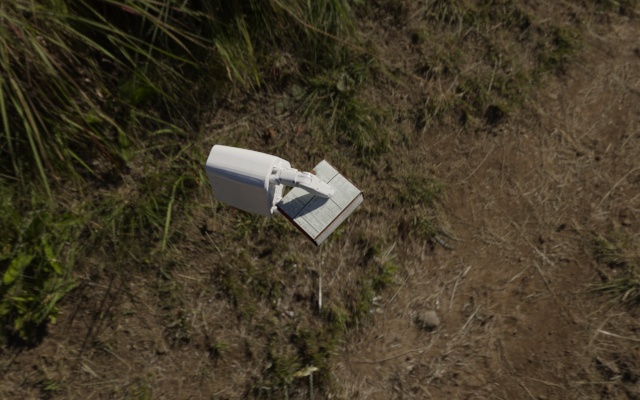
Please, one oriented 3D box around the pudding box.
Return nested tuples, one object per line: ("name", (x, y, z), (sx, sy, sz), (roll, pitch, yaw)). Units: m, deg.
("pudding box", (0.000, 0.002, 0.756), (0.090, 0.113, 0.039), (42, -8, 19))
